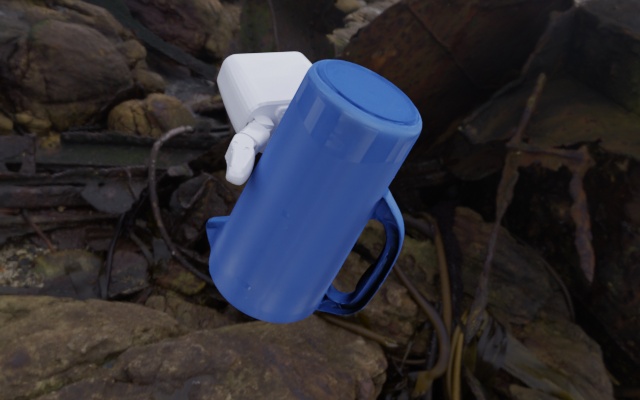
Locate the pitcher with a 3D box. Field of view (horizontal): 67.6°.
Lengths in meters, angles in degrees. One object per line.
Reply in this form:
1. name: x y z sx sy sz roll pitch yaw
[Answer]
1. pitcher: 0.000 0.001 0.460 0.149 0.243 0.145 4 42 -33
